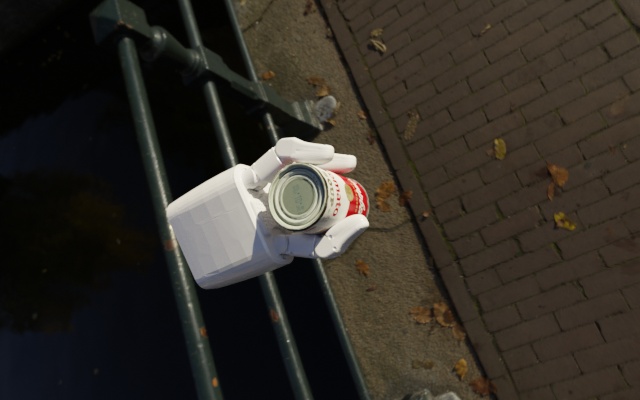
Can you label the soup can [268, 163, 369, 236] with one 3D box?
[{"bbox_3d":[0.000,0.001,0.494,0.068,0.068,0.102,0,-7,28],"label":"soup can"}]
